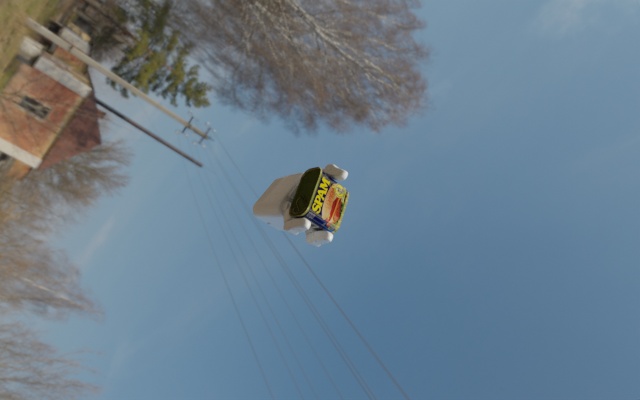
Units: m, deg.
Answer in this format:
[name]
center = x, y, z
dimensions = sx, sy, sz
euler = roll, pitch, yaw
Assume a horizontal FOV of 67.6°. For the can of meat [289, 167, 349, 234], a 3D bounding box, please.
[can of meat]
center = 0.000, 0.003, 0.890
dimensions = 0.084, 0.102, 0.057
euler = 34, -27, -32
